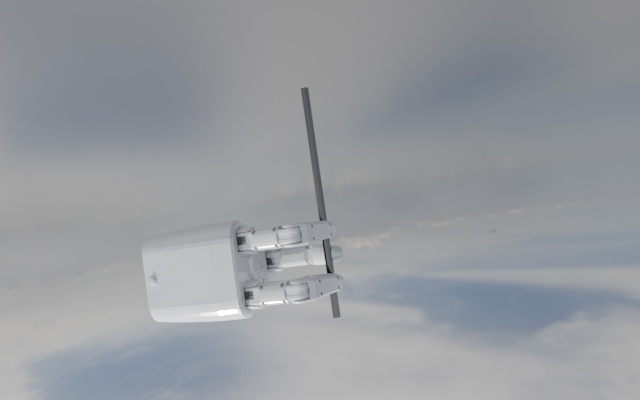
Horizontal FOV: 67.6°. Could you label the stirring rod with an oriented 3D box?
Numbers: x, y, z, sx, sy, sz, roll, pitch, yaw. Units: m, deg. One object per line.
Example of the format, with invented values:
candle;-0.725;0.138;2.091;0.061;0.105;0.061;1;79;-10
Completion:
stirring rod;0.000;0.002;0.497;0.011;0.239;0.011;-8;-1;0
